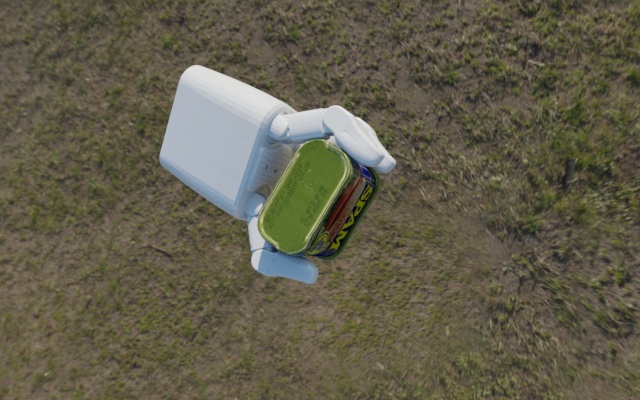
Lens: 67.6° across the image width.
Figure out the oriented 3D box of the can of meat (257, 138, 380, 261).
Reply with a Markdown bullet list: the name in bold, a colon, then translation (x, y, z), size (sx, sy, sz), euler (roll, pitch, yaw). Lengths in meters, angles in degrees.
- **can of meat**: translation (0.000, 0.001, 0.421), size (0.057, 0.102, 0.084), euler (33, 5, 22)
